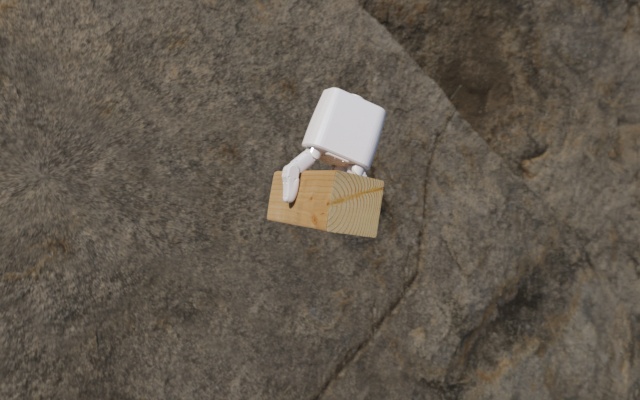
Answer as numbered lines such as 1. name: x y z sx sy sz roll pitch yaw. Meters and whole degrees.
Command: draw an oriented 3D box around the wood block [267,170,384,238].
1. wood block: 0.000 0.002 0.781 0.091 0.090 0.206 10 -3 -30
